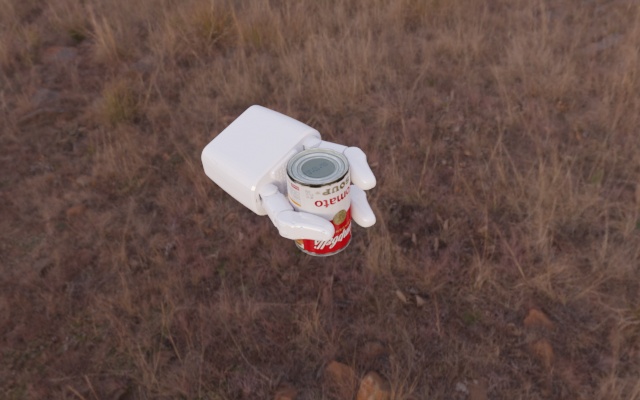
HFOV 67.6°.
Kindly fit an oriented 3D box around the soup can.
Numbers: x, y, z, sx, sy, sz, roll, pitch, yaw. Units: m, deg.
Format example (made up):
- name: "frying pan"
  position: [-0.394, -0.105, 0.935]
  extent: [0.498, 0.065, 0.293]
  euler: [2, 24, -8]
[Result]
- name: "soup can"
  position: [0.000, 0.002, 0.524]
  extent: [0.068, 0.102, 0.068]
  euler: [-2, 40, 2]
